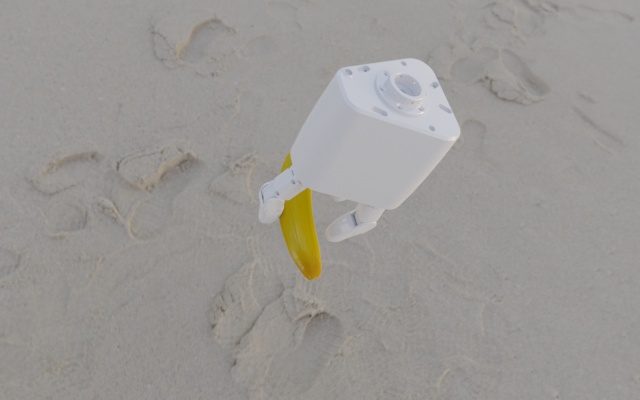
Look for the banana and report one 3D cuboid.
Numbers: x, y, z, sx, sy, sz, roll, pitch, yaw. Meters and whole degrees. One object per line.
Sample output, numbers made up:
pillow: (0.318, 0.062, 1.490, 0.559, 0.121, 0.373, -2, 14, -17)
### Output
banana: (-0.016, -0.008, 0.533, 0.069, 0.197, 0.037, 24, -40, -16)
